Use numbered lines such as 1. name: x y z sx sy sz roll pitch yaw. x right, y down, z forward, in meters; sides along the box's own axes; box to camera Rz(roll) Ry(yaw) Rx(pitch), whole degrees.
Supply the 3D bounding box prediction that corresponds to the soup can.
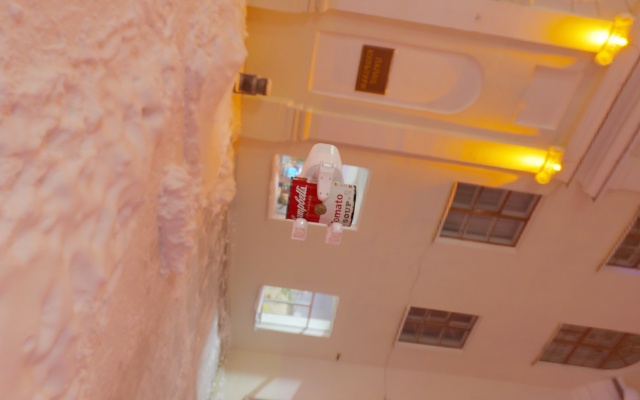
1. soup can: 0.000 0.003 0.739 0.102 0.068 0.068 8 0 -3
